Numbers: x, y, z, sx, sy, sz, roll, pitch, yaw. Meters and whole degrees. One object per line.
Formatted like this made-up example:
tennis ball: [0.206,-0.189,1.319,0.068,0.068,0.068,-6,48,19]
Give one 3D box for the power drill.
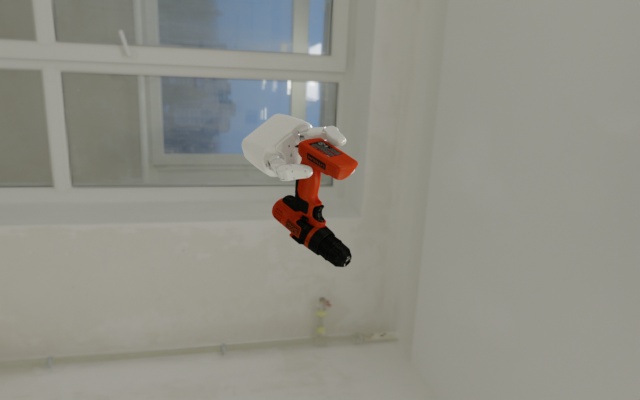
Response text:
power drill: [0.000,0.002,0.822,0.184,0.188,0.057,36,34,28]
